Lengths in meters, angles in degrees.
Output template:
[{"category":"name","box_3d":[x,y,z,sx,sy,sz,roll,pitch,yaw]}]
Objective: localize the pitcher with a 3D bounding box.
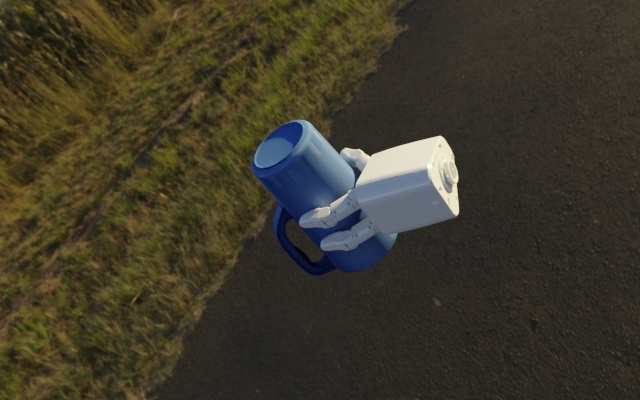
[{"category":"pitcher","box_3d":[0.000,0.002,0.736,0.145,0.149,0.243,-13,-46,36]}]
